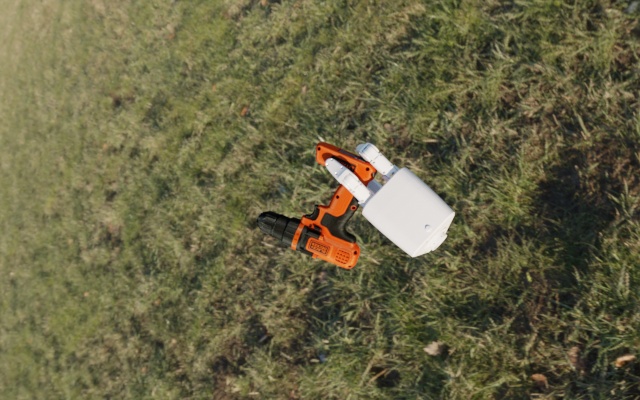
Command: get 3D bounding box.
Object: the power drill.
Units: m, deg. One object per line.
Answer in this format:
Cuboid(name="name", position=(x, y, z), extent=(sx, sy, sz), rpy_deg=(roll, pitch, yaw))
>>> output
Cuboid(name="power drill", position=(0.001, 0.002, 0.793), extent=(0.184, 0.188, 0.057), rpy_deg=(22, 16, 5))
